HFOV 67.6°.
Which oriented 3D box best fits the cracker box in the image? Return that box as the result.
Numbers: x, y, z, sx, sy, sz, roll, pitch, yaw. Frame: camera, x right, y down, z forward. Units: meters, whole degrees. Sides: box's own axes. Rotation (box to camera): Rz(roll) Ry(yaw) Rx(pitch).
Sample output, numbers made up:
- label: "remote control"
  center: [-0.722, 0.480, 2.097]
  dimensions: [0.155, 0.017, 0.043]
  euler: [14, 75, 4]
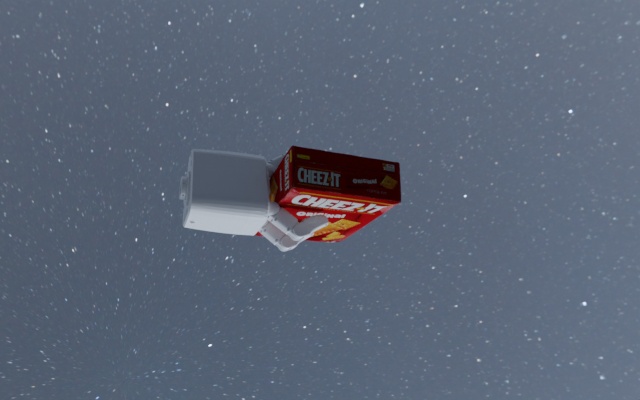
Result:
- label: "cracker box"
  center: [0.000, 0.002, 0.733]
  dimensions: [0.164, 0.072, 0.214]
  euler: [6, -22, -20]
